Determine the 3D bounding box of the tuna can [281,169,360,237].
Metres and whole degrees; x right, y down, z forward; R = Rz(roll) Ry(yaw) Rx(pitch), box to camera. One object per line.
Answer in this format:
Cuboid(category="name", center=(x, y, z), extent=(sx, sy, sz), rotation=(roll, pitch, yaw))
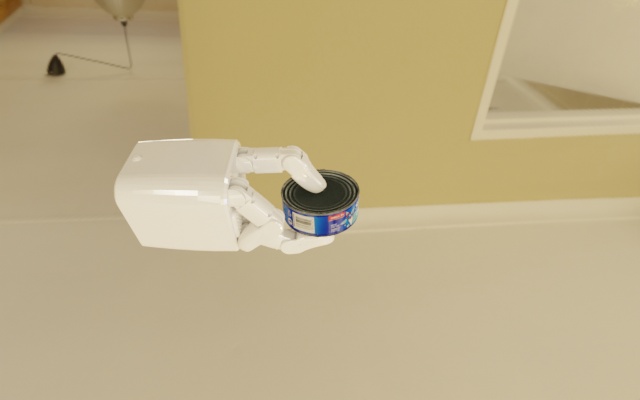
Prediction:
Cuboid(category="tuna can", center=(0.000, 0.002, 0.528), extent=(0.086, 0.034, 0.086), rotation=(-2, 36, 1))
